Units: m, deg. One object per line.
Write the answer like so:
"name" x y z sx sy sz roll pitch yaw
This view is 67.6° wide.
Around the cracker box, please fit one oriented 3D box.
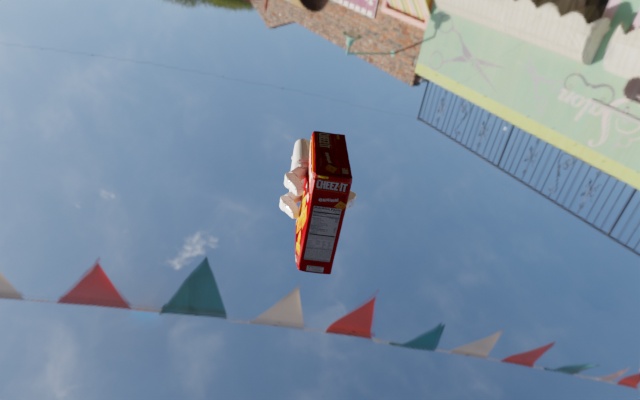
"cracker box" 0.000 0.003 0.889 0.072 0.214 0.164 6 33 -7
